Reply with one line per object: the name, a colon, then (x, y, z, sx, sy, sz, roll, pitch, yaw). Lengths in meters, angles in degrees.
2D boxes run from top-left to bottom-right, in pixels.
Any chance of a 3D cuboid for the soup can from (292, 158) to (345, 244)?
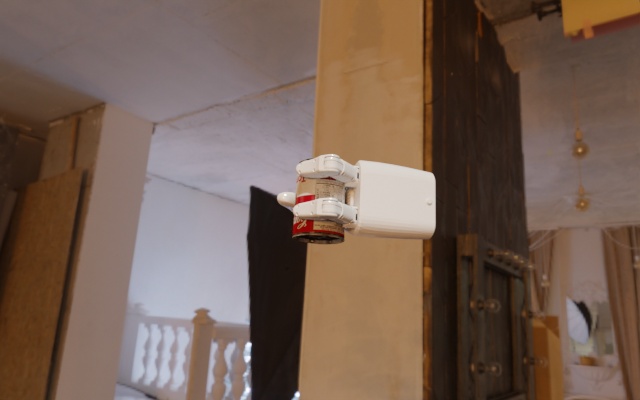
soup can: (0.000, 0.002, 0.631, 0.068, 0.102, 0.068, 3, -14, 1)
